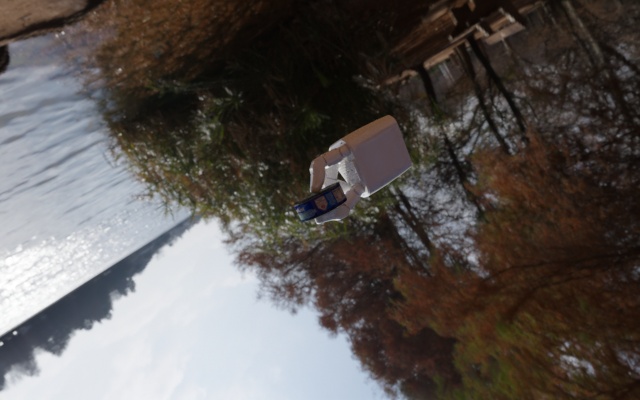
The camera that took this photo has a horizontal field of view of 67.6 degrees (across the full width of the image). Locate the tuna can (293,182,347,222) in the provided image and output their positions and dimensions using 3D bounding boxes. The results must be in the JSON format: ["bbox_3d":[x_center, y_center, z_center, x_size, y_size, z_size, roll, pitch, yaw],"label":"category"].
[{"bbox_3d":[0.000,0.003,0.791,0.086,0.034,0.086,-26,5,2],"label":"tuna can"}]
